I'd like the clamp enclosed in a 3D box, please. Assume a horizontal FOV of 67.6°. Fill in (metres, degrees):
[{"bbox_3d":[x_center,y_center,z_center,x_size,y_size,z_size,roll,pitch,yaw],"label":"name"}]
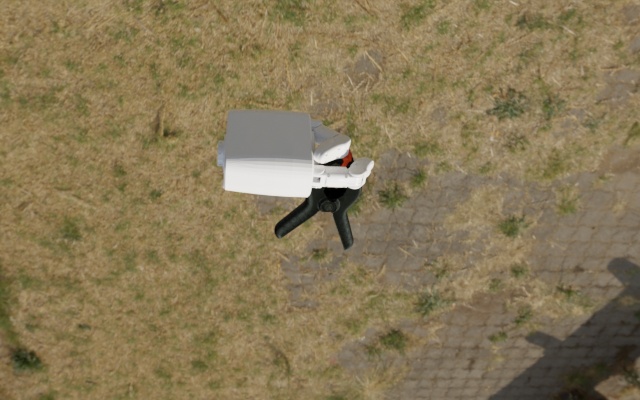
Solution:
[{"bbox_3d":[0.000,0.002,0.671,0.120,0.172,0.039,1,36,-12],"label":"clamp"}]
